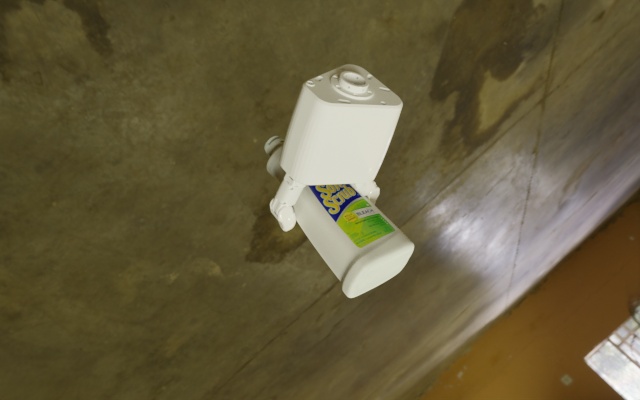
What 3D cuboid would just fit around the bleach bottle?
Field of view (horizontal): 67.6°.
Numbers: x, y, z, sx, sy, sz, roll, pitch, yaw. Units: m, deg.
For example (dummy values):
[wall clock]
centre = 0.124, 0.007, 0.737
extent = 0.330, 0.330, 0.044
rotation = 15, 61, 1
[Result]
[bleach bottle]
centre = 0.000, 0.002, 0.614
extent = 0.102, 0.068, 0.250
rotation = -19, 53, -36
